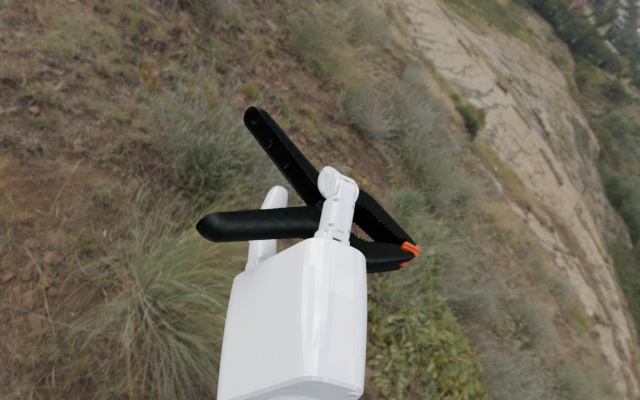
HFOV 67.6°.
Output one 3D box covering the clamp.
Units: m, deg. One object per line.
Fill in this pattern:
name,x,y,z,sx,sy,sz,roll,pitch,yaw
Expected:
clamp,0.001,0.001,0.442,0.210,0.164,0.036,24,-46,-22
